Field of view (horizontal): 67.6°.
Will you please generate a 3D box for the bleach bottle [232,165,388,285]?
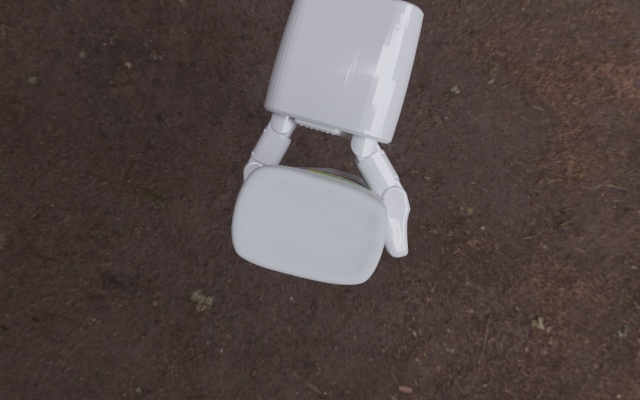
[{"bbox_3d":[0.000,0.001,0.422,0.102,0.068,0.251,15,8,0],"label":"bleach bottle"}]
